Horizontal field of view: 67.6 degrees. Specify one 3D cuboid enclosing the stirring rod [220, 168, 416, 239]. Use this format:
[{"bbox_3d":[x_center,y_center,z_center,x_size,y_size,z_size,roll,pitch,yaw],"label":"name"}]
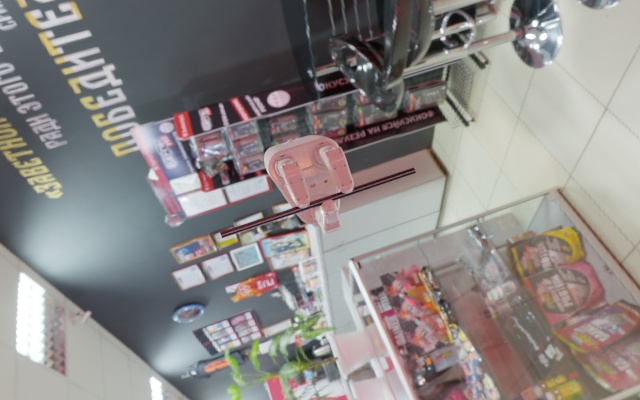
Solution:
[{"bbox_3d":[0.000,0.002,0.559,0.239,0.011,0.011,-18,3,-8],"label":"stirring rod"}]
